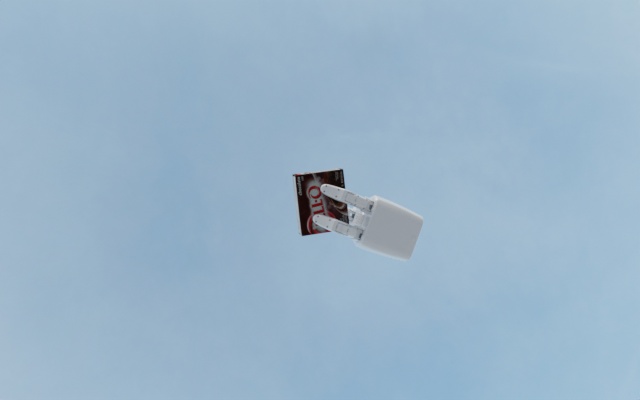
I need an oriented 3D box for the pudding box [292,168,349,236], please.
[{"bbox_3d":[0.000,0.003,0.862,0.090,0.113,0.039,-8,5,-14],"label":"pudding box"}]
